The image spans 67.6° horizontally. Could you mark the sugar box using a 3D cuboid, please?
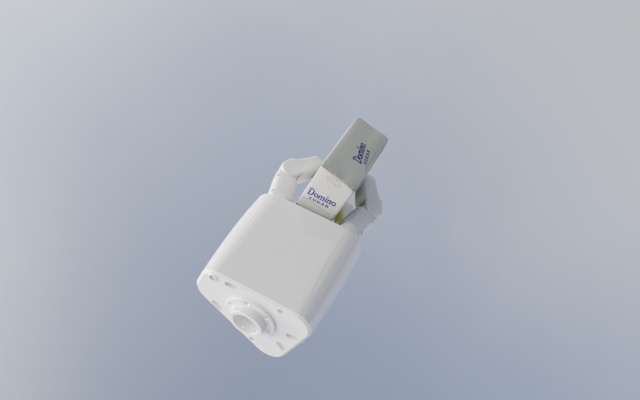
[{"bbox_3d":[0.000,0.002,0.512,0.048,0.093,0.176,37,-43,-2],"label":"sugar box"}]
